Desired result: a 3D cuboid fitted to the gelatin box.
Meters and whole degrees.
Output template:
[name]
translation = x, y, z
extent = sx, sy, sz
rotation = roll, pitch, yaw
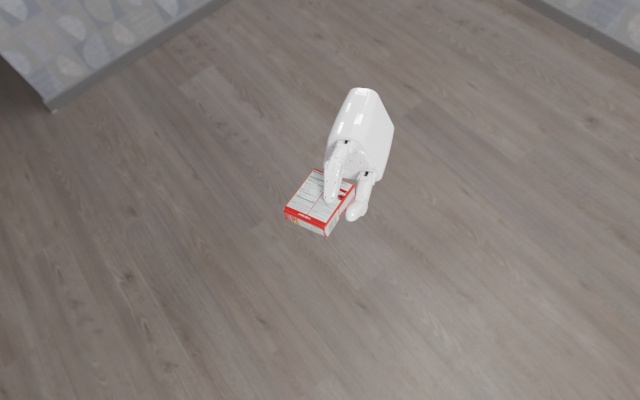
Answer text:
[gelatin box]
translation = 0.000, 0.002, 0.704
extent = 0.073, 0.089, 0.030
rotation = 23, -30, 24
